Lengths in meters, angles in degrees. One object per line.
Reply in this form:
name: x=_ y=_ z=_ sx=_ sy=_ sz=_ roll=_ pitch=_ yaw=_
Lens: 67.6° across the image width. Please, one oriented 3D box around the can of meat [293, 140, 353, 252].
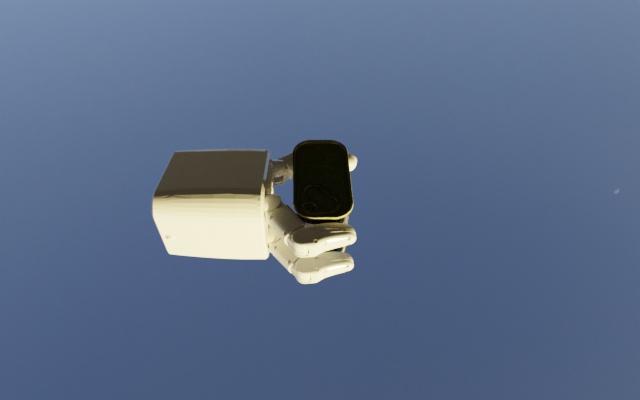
can of meat: x=0.000 y=0.002 z=0.503 sx=0.057 sy=0.102 sz=0.084 roll=-1 pitch=-38 yaw=-3
